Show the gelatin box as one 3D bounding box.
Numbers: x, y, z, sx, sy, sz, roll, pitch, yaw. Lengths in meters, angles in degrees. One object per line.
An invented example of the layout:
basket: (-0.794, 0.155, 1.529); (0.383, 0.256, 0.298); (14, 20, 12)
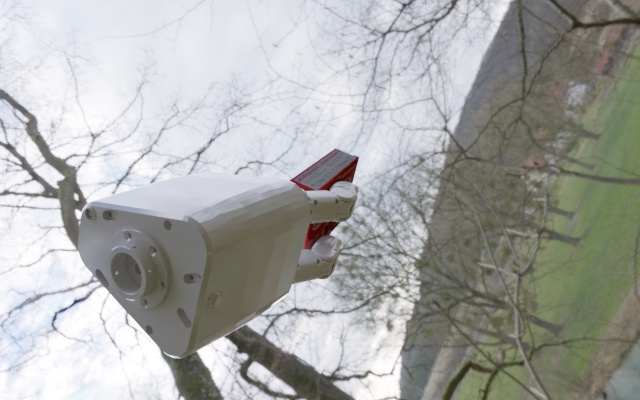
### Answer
gelatin box: (0.000, 0.001, 0.444); (0.030, 0.073, 0.089); (23, 34, 18)
